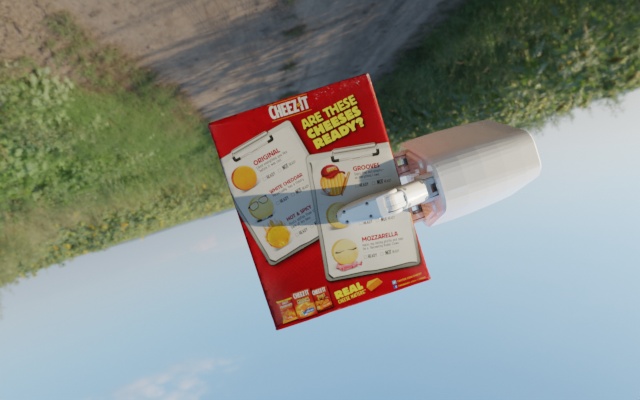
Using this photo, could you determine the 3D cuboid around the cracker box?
[{"bbox_3d":[0.000,0.002,0.492,0.164,0.214,0.072,-18,3,-3],"label":"cracker box"}]
